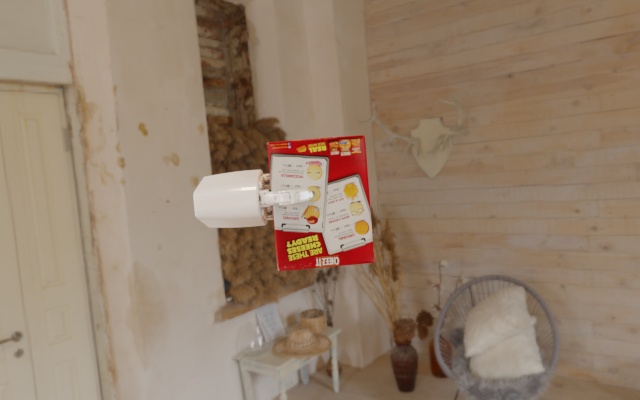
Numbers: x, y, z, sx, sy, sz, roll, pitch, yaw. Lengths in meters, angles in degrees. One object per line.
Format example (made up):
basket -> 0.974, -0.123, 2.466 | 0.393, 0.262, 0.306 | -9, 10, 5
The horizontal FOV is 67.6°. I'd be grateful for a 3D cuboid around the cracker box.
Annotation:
cracker box -> 0.000, 0.002, 0.812 | 0.164, 0.214, 0.072 | -5, 3, -1
